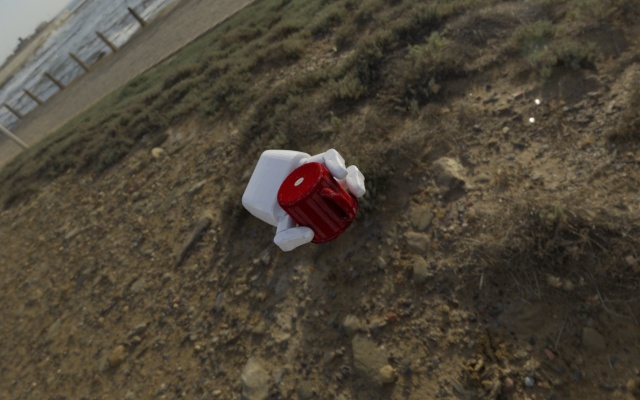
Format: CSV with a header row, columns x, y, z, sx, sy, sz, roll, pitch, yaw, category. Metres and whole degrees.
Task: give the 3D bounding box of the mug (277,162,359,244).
x,y,z,sx,sy,sz,roll,pitch,yaw,category
0.001,0.002,0.659,0.117,0.093,0.081,14,-28,53,mug
